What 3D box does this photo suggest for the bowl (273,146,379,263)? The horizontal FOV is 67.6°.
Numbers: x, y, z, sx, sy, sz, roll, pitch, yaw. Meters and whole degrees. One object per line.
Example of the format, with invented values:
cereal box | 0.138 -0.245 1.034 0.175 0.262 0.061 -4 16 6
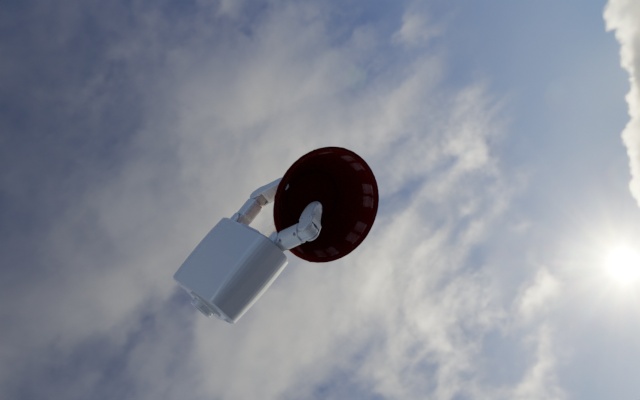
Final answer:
bowl | 0.001 0.001 0.667 0.162 0.162 0.055 0 12 -28
